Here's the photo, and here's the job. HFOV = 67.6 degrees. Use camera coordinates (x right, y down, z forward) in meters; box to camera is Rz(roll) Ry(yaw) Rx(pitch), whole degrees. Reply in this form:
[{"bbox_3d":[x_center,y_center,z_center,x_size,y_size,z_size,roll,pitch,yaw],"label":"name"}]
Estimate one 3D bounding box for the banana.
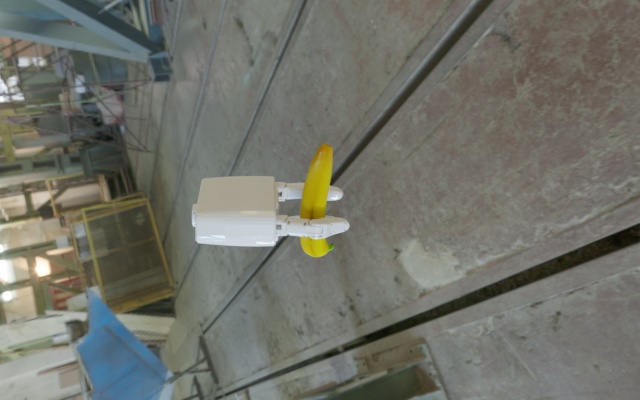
[{"bbox_3d":[-0.006,0.016,0.678,0.037,0.198,0.069,12,41,14],"label":"banana"}]
